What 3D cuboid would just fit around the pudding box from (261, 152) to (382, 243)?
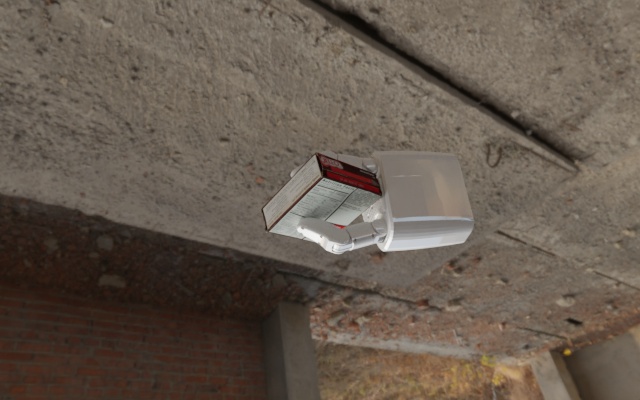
[{"bbox_3d":[0.000,0.002,0.546,0.090,0.039,0.113,17,-47,-36],"label":"pudding box"}]
